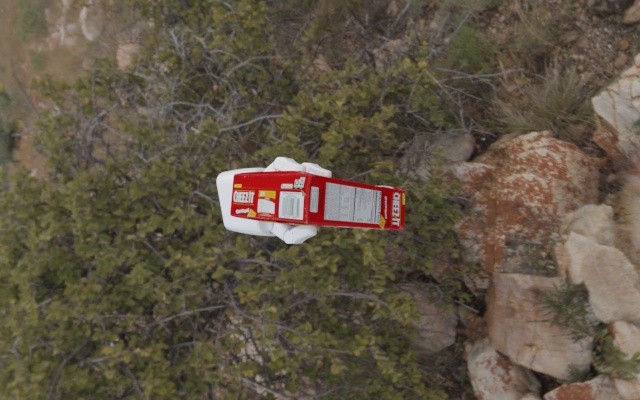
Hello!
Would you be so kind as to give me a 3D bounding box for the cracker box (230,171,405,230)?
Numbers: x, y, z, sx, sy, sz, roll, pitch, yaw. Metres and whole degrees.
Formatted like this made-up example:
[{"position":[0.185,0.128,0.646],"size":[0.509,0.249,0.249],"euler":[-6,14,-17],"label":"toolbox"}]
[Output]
[{"position":[0.000,0.003,0.716],"size":[0.164,0.072,0.214],"euler":[3,-3,44],"label":"cracker box"}]
